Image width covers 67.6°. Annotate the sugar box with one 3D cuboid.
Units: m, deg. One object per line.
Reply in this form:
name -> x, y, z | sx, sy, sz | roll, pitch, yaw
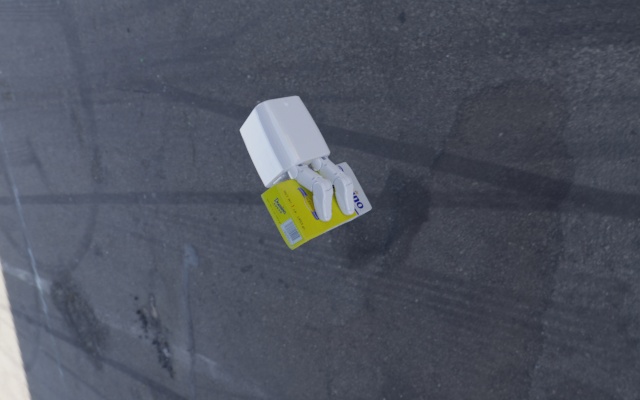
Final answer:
sugar box -> 0.000, 0.002, 0.741 | 0.176, 0.093, 0.048 | -23, -7, -46
